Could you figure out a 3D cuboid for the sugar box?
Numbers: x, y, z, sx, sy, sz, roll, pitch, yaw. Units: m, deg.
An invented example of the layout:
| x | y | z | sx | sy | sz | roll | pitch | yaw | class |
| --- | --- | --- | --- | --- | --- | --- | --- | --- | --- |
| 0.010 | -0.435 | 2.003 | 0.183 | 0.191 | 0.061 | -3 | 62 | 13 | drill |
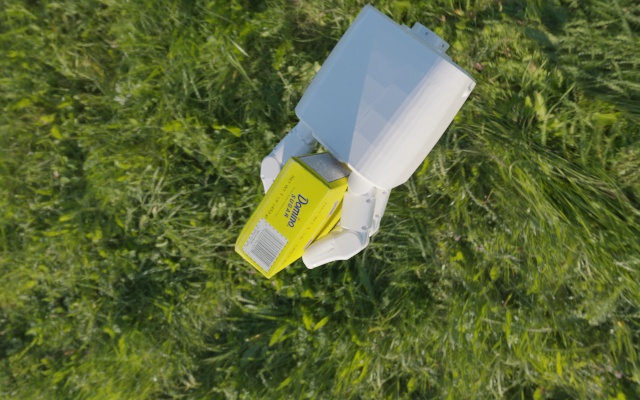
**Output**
| x | y | z | sx | sy | sz | roll | pitch | yaw | class |
| --- | --- | --- | --- | --- | --- | --- | --- | --- | --- |
| 0.001 | 0.002 | 0.437 | 0.048 | 0.093 | 0.176 | 40 | 21 | 13 | sugar box |
